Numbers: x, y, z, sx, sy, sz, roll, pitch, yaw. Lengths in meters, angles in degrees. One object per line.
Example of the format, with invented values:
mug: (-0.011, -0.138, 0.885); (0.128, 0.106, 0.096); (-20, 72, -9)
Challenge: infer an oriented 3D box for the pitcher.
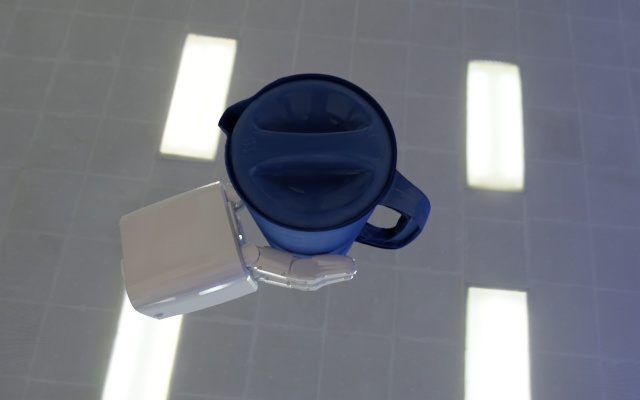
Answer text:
pitcher: (0.000, 0.002, 0.471); (0.145, 0.149, 0.243); (-19, -17, -7)
